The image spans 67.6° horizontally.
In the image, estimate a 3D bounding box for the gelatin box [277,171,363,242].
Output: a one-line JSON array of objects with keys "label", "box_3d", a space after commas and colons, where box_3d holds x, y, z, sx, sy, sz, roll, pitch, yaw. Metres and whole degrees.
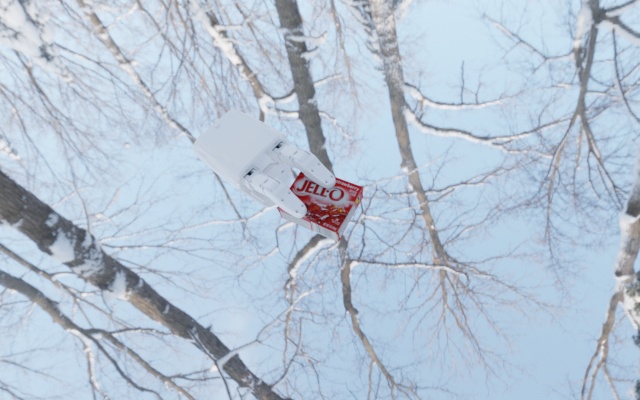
[{"label": "gelatin box", "box_3d": [0.000, 0.002, 0.614, 0.089, 0.073, 0.030, 22, -26, 20]}]
